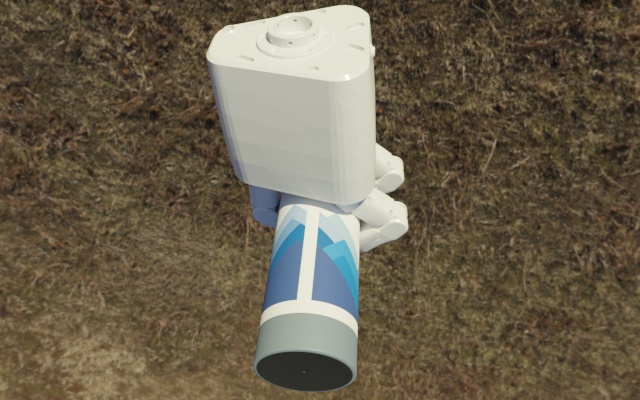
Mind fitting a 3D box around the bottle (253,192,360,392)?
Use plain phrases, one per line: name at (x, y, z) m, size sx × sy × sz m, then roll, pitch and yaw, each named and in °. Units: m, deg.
bottle at (0.000, 0.002, 0.403) m, size 0.069 × 0.295 × 0.069 m, roll 3°, pitch -42°, yaw 3°
